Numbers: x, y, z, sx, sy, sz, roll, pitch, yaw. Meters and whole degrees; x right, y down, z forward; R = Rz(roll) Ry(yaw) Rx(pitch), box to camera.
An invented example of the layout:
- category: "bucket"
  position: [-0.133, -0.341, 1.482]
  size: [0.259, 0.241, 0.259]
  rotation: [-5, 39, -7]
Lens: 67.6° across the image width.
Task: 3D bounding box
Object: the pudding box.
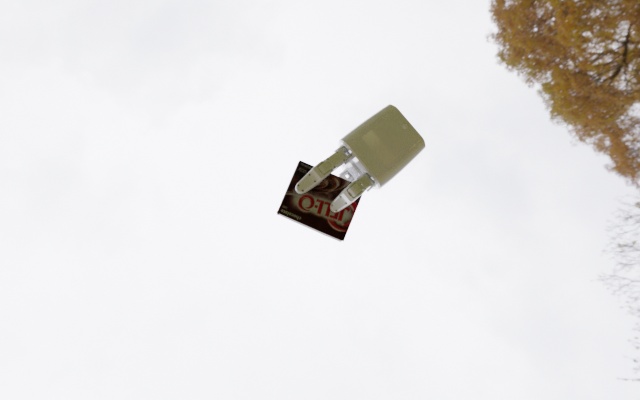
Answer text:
- category: "pudding box"
  position: [0.000, 0.002, 0.740]
  size: [0.113, 0.090, 0.039]
  rotation: [23, -11, -2]
